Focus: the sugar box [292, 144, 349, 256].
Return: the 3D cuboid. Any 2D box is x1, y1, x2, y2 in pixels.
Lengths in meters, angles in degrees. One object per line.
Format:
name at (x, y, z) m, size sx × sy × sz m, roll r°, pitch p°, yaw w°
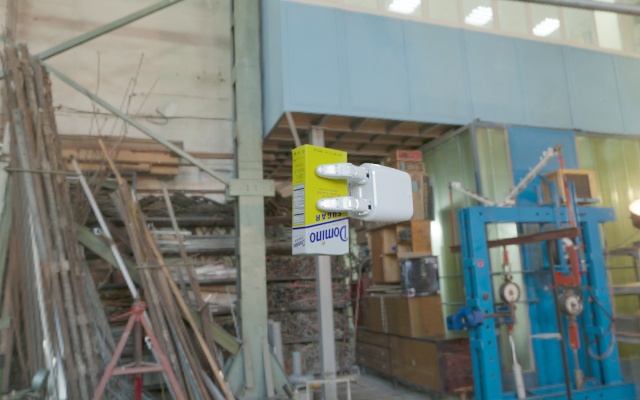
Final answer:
sugar box at (0.001, 0.002, 0.790) m, size 0.093 × 0.176 × 0.048 m, roll 5°, pitch -12°, yaw -38°
